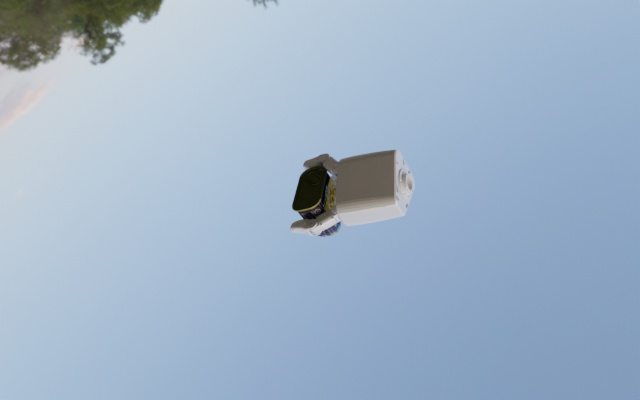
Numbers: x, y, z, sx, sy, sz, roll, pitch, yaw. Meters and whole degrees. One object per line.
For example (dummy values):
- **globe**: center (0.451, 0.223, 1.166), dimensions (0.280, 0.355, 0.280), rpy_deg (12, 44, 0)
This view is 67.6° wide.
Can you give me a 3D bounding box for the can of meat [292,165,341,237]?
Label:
- **can of meat**: center (0.000, 0.003, 0.861), dimensions (0.057, 0.102, 0.084), rpy_deg (-13, -46, 27)
